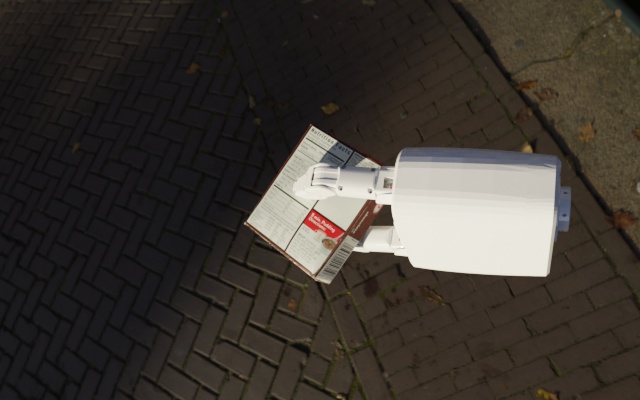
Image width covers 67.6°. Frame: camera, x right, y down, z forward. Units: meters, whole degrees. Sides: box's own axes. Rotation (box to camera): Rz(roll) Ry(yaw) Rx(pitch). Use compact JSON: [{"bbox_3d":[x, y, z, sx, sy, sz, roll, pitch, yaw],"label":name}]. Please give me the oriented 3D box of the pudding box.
[{"bbox_3d":[0.000,0.001,0.422,0.090,0.113,0.039,35,-1,27],"label":"pudding box"}]
